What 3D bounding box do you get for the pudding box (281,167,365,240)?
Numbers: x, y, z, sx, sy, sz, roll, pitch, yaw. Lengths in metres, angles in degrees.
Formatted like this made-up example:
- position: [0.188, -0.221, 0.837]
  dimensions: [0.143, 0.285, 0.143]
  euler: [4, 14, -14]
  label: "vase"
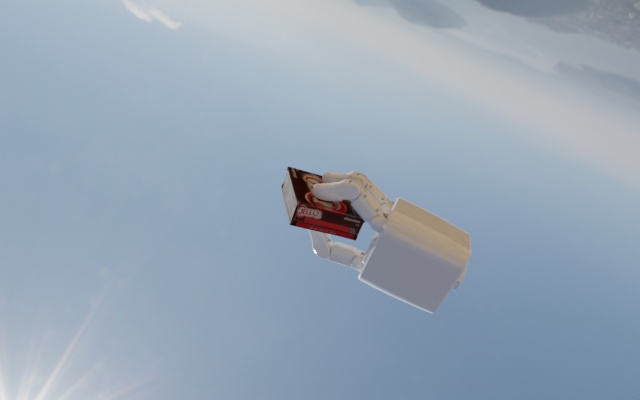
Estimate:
- position: [0.000, 0.002, 0.622]
  dimensions: [0.090, 0.039, 0.113]
  euler: [15, 20, -18]
  label: "pudding box"
